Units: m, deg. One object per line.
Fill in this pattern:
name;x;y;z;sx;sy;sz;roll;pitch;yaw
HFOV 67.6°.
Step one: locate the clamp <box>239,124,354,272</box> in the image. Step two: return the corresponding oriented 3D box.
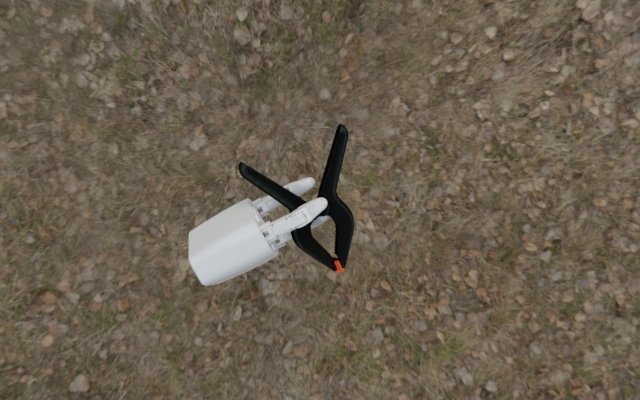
clamp;0.000;0.003;0.695;0.164;0.210;0.036;-28;11;-3
